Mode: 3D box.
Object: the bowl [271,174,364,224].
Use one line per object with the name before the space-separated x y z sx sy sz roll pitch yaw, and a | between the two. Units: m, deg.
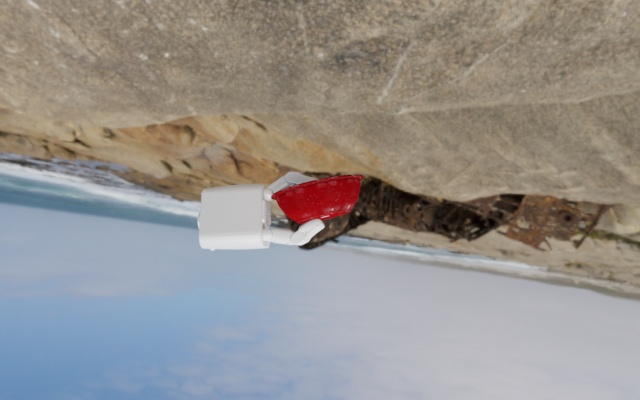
bowl | 0.001 0.003 0.807 0.162 0.055 0.162 -13 -7 -1
